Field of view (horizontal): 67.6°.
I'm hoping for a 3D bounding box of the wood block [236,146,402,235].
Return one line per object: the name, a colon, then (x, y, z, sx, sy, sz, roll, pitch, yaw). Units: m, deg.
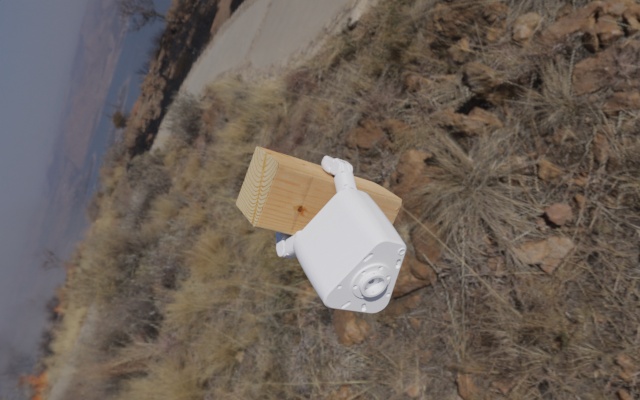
wood block: (0.000, 0.002, 0.681, 0.206, 0.091, 0.090, 15, 13, -31)
